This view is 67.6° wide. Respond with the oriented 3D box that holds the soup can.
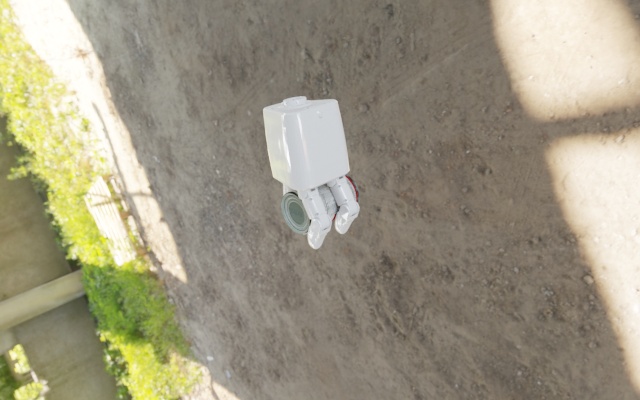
[{"bbox_3d":[0.000,0.003,0.723,0.102,0.068,0.068,-24,15,-36],"label":"soup can"}]
